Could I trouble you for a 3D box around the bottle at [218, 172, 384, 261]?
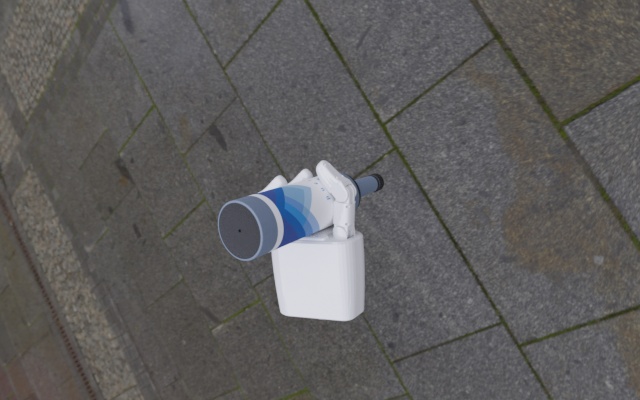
[{"bbox_3d":[0.000,0.002,0.619,0.069,0.069,0.295,0,12,37],"label":"bottle"}]
